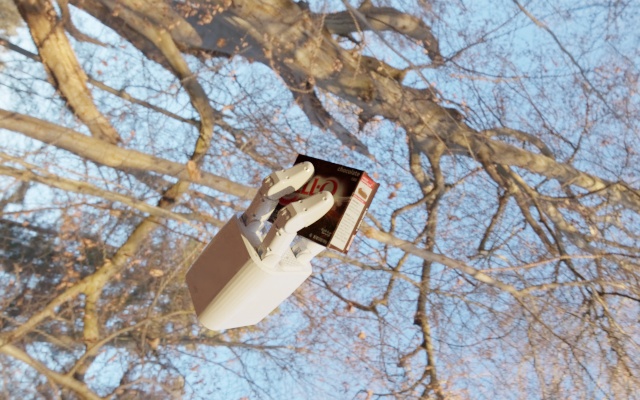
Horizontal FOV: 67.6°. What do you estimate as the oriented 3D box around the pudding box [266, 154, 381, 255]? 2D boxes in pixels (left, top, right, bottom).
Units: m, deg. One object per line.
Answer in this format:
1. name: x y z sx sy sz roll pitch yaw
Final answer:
1. pudding box: 0.000 0.002 0.536 0.113 0.090 0.039 20 -8 44
